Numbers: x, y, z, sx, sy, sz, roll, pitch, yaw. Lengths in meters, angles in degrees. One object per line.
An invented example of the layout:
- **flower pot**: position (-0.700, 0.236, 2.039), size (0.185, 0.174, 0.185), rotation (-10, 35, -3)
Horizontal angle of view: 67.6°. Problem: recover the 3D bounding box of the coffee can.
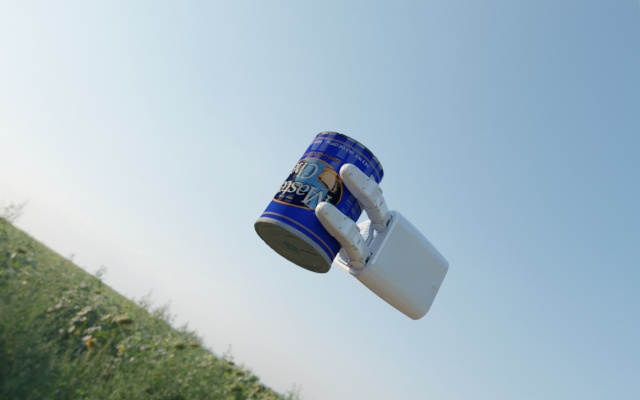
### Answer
- **coffee can**: position (0.000, 0.002, 0.579), size (0.103, 0.140, 0.103), rotation (27, -24, 13)
